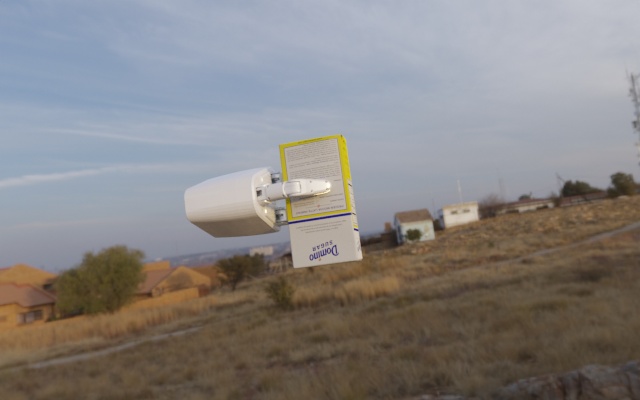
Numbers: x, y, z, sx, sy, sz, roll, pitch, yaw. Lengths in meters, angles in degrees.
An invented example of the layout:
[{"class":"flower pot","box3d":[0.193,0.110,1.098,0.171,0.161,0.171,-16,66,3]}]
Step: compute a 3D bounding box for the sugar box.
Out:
[{"class":"sugar box","box3d":[0.000,0.002,0.668,0.093,0.176,0.048,-8,-5,14]}]
